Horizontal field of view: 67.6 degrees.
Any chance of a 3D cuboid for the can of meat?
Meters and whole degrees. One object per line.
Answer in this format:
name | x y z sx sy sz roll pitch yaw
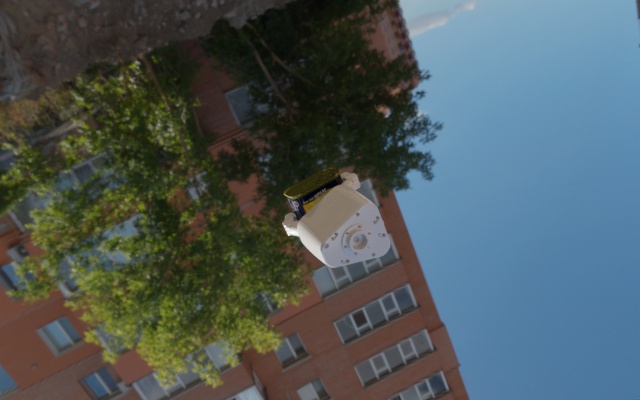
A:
can of meat | 0.000 0.003 0.831 0.102 0.084 0.057 -29 22 -15
